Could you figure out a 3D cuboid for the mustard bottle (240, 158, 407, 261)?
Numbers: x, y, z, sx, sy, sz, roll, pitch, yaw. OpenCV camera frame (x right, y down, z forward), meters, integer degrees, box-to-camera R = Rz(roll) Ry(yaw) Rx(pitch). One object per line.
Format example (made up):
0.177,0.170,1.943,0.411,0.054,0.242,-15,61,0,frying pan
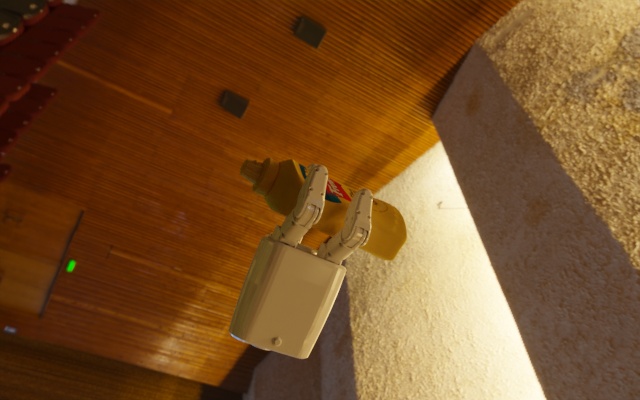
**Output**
0.000,0.002,0.534,0.192,0.058,0.096,24,20,-20,mustard bottle
